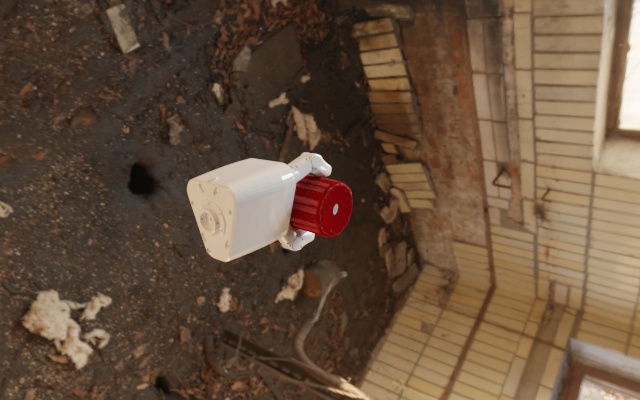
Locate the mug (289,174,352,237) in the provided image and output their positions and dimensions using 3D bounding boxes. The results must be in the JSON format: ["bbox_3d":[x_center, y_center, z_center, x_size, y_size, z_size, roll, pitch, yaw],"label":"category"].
[{"bbox_3d":[0.001,0.002,0.707,0.081,0.093,0.117,14,28,37],"label":"mug"}]
